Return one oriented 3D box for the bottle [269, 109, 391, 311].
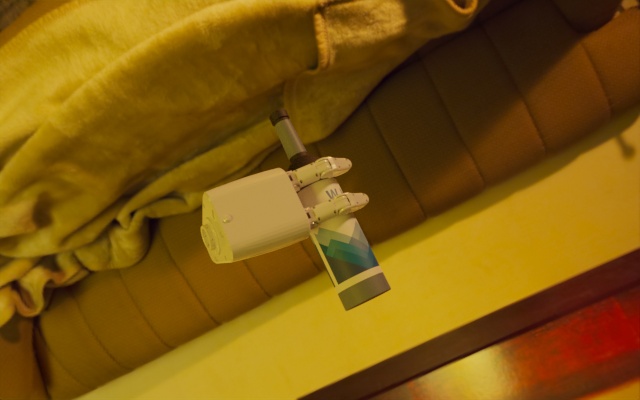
[{"bbox_3d":[0.000,0.002,0.659,0.069,0.295,0.069,-24,-15,-7],"label":"bottle"}]
